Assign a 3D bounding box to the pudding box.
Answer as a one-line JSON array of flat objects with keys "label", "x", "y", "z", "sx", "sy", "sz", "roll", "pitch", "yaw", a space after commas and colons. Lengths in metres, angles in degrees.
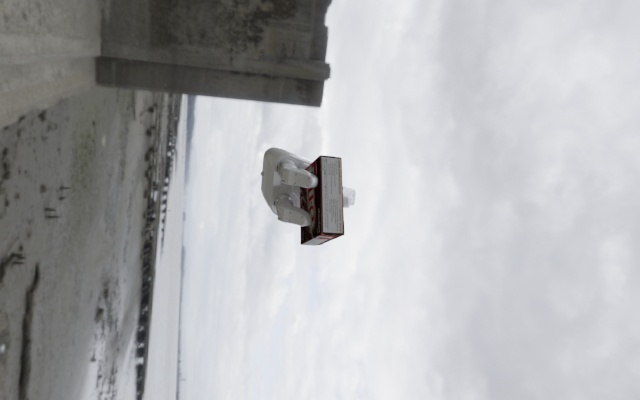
[{"label": "pudding box", "x": 0.000, "y": 0.002, "z": 0.679, "sx": 0.039, "sy": 0.113, "sz": 0.090, "roll": 1, "pitch": -14, "yaw": -19}]
